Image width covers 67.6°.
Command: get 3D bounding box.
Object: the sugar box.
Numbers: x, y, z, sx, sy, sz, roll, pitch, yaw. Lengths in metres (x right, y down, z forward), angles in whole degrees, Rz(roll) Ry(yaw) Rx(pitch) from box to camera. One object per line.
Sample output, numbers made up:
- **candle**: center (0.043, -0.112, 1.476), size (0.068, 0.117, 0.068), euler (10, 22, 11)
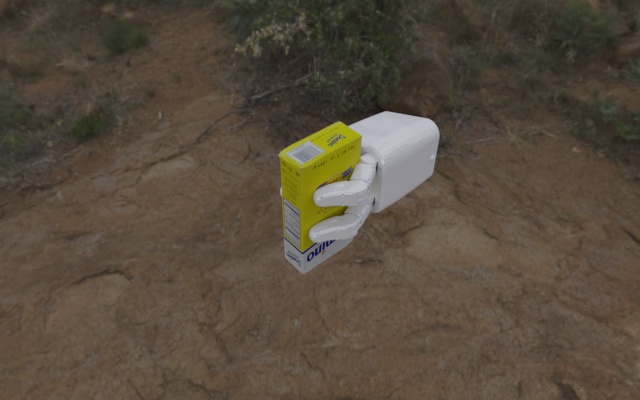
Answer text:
- **sugar box**: center (0.001, 0.002, 0.580), size (0.093, 0.176, 0.048), euler (-31, 49, -28)
